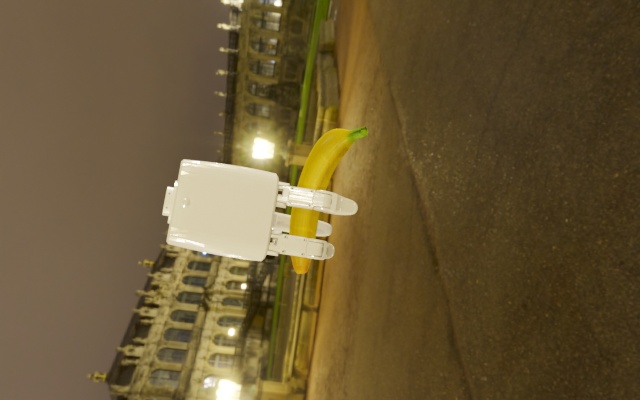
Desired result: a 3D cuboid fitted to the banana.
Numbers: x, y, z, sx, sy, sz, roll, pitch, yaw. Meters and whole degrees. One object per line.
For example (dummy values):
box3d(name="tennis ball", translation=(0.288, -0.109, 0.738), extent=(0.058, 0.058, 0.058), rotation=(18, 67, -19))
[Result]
box3d(name="banana", translation=(-0.005, -0.008, 0.591), extent=(0.037, 0.198, 0.069), rotation=(14, 17, -28))
